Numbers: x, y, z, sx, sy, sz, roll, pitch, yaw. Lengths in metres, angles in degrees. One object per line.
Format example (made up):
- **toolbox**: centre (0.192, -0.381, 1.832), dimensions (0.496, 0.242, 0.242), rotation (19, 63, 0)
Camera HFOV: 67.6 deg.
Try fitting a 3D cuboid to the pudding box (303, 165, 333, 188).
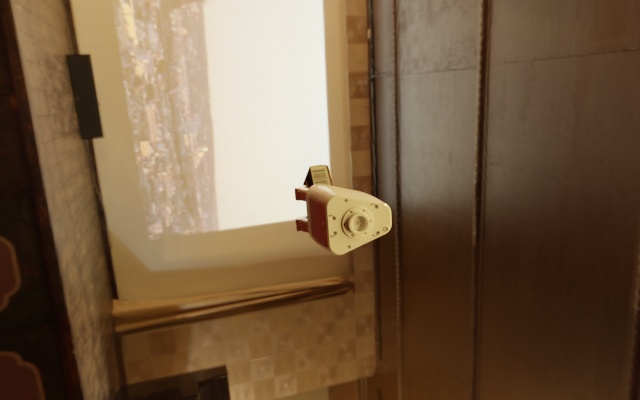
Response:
- **pudding box**: centre (0.000, 0.003, 0.873), dimensions (0.039, 0.113, 0.090), rotation (-6, -18, -13)
